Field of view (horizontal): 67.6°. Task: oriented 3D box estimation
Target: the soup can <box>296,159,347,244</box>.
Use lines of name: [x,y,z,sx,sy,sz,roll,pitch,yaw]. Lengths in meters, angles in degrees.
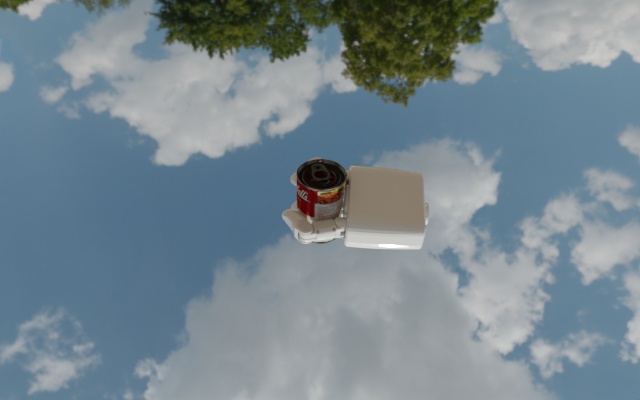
soup can: [0.000,0.002,0.672,0.068,0.102,0.068,1,41,-1]
